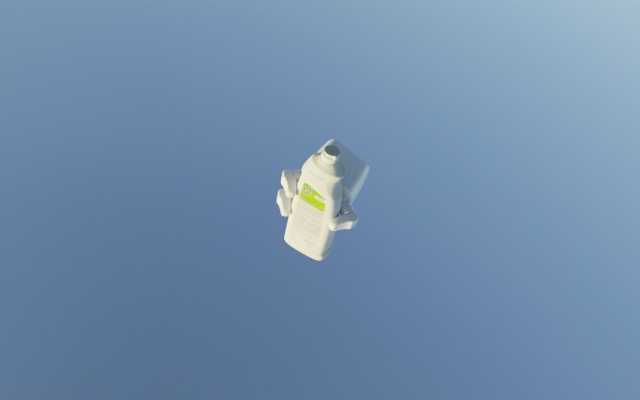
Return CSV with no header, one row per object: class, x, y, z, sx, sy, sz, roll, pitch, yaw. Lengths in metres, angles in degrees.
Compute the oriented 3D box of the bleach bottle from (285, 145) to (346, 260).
bleach bottle,0.000,0.003,0.898,0.102,0.251,0.068,28,46,9
